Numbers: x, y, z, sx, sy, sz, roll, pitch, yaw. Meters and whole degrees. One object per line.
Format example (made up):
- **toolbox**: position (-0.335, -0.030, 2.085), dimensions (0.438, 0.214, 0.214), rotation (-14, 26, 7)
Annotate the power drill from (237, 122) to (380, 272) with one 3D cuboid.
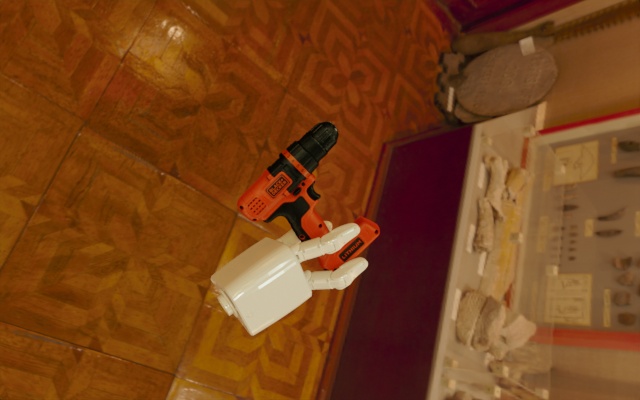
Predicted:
- **power drill**: position (0.000, 0.003, 0.709), dimensions (0.184, 0.188, 0.057), rotation (-43, 15, 4)
